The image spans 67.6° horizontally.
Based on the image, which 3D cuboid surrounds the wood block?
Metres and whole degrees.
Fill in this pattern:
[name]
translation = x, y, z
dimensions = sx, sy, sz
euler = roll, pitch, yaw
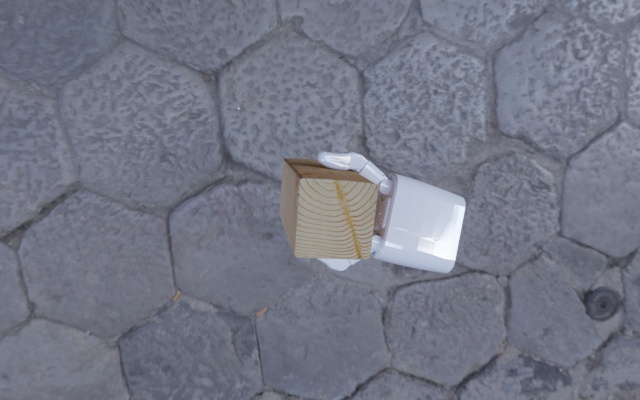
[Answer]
[wood block]
translation = 0.001, 0.002, 0.624
dimensions = 0.090, 0.091, 0.206
euler = 4, 10, -10
